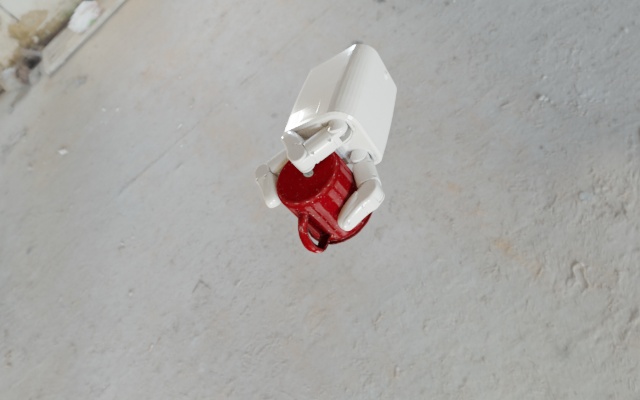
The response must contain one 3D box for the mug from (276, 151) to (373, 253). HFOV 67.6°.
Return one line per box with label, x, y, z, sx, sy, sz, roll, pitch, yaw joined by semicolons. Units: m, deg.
mug;0.000;0.003;0.541;0.093;0.117;0.081;-2;-32;34
